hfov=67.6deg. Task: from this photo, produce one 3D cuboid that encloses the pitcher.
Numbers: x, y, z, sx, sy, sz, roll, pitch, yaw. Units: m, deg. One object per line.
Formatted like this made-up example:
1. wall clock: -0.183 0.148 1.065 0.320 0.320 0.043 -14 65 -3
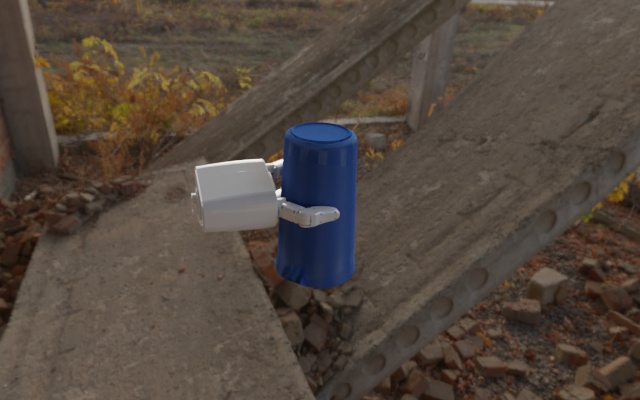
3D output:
1. pitcher: 0.000 0.003 0.761 0.145 0.243 0.149 -6 28 -17
